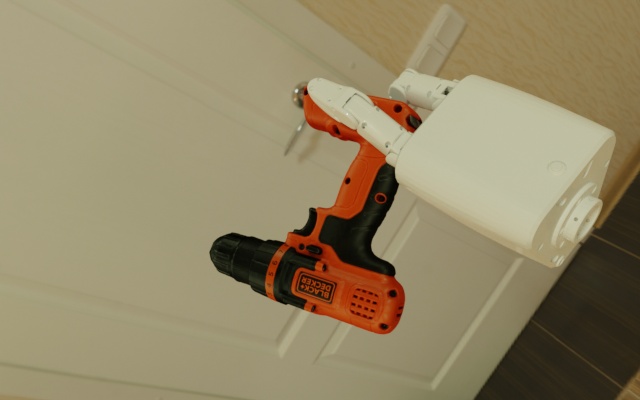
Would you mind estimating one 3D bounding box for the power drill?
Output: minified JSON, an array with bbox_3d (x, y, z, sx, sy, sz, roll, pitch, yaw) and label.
[{"bbox_3d":[0.000,0.001,0.412,0.184,0.187,0.057,15,1,22],"label":"power drill"}]
